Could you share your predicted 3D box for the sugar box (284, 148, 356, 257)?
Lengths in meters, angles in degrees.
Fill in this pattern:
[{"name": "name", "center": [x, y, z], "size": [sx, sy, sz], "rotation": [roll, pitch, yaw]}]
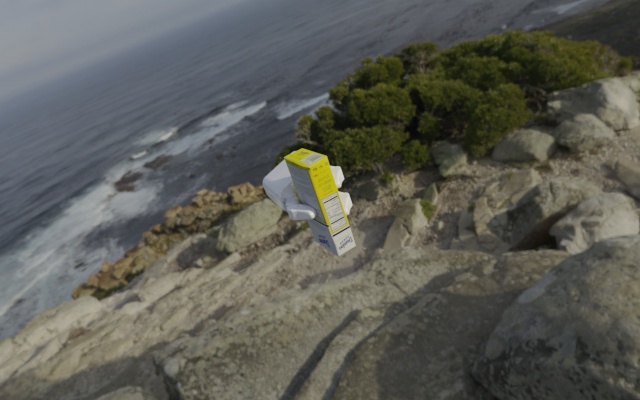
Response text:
[{"name": "sugar box", "center": [0.000, 0.002, 0.827], "size": [0.048, 0.176, 0.093], "rotation": [-31, 27, -18]}]
